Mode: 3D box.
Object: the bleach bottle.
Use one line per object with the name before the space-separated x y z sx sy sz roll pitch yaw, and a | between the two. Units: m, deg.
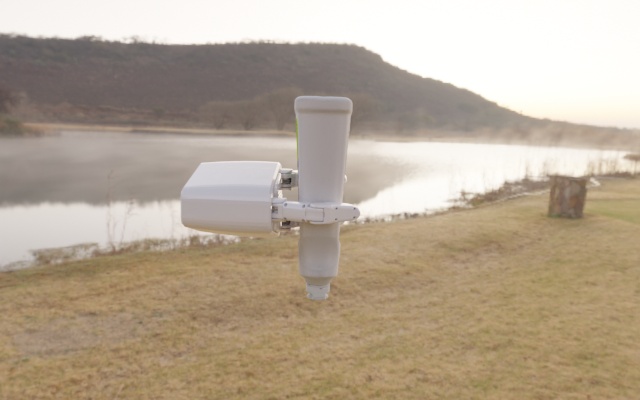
bleach bottle | 0.000 0.002 0.592 0.068 0.251 0.102 2 9 1
